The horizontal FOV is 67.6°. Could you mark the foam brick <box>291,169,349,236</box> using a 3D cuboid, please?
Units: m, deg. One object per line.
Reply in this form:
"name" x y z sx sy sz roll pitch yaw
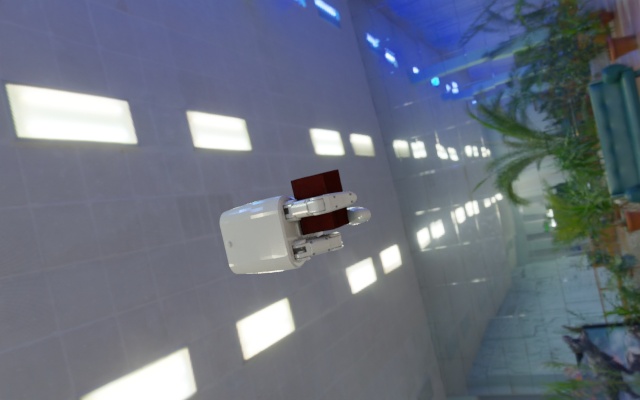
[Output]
"foam brick" 0.000 0.002 0.649 0.051 0.078 0.053 -12 1 28
